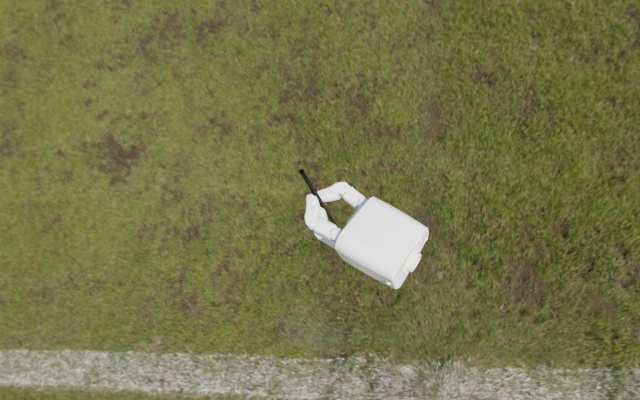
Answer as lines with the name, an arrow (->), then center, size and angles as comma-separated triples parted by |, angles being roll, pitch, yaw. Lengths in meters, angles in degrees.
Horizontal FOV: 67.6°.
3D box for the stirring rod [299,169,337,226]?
stirring rod -> 0.000, 0.003, 0.813 | 0.011, 0.011, 0.240 | 0, -22, 15
